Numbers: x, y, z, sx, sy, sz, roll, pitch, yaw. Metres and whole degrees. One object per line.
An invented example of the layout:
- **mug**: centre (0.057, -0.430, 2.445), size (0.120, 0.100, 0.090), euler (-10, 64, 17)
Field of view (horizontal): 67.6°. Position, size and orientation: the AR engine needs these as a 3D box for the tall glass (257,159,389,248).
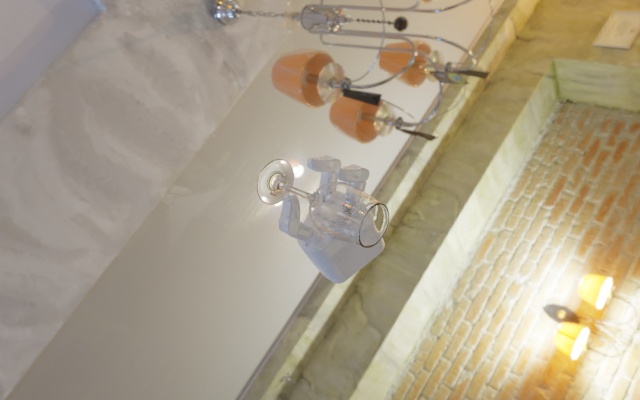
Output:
- **tall glass**: centre (0.000, 0.002, 0.679), size (0.201, 0.079, 0.079), euler (24, 16, 40)
